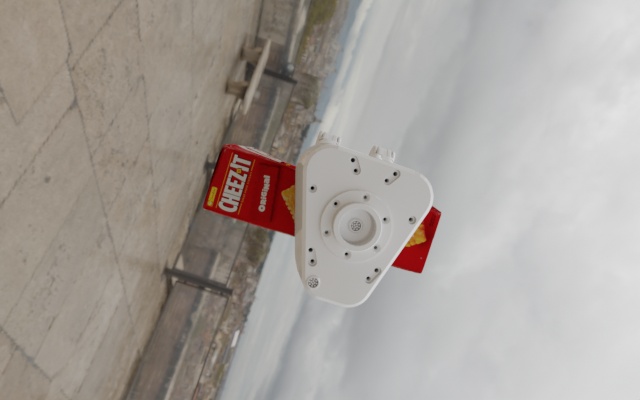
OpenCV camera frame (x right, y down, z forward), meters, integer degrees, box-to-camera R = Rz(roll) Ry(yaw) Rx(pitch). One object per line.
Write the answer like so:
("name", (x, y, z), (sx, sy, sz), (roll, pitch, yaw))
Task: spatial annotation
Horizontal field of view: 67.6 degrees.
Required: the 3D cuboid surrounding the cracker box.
("cracker box", (0.000, 0.002, 0.516), (0.214, 0.072, 0.164), (18, 3, -4))
